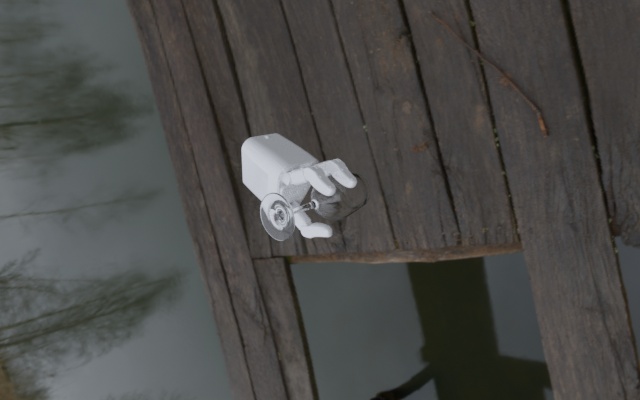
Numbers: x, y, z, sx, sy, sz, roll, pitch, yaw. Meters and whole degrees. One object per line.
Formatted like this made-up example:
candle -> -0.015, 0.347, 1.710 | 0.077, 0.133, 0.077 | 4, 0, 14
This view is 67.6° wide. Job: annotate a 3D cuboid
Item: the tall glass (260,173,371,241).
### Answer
tall glass -> 0.000, 0.003, 0.783 | 0.079, 0.079, 0.201 | 0, 13, 43
